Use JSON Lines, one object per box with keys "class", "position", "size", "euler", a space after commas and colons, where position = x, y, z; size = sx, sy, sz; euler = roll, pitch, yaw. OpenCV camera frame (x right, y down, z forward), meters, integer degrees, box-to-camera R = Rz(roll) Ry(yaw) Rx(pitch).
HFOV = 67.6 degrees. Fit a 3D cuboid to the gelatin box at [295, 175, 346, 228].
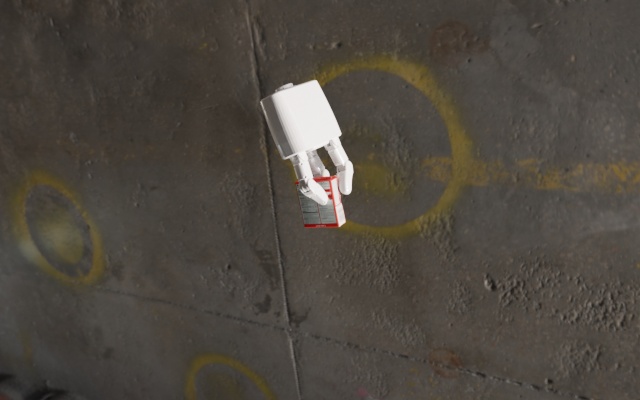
{"class": "gelatin box", "position": [0.000, 0.003, 0.848], "size": [0.073, 0.089, 0.030], "euler": [-4, 14, 31]}
